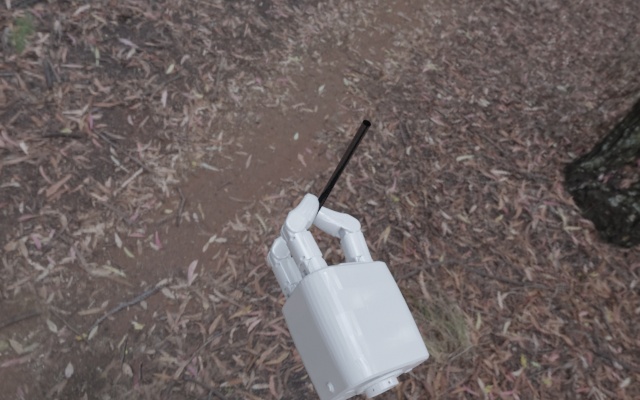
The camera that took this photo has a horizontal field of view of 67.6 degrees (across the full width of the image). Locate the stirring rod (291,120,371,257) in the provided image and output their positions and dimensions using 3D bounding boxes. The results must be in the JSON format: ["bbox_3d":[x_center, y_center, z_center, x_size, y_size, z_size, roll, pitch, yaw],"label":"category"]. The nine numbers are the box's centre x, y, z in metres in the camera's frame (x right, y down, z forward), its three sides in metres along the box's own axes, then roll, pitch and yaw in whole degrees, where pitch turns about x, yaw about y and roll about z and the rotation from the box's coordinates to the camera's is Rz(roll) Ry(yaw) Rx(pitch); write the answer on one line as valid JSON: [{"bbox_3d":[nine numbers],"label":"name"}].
[{"bbox_3d":[0.000,0.002,0.504,0.011,0.011,0.240,0,-35,-24],"label":"stirring rod"}]
